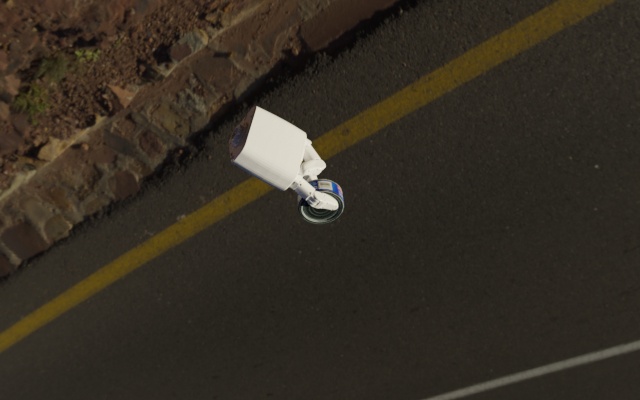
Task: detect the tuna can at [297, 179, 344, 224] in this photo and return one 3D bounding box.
[{"bbox_3d":[0.000,0.003,0.881,0.086,0.086,0.033,0,43,-8],"label":"tuna can"}]
